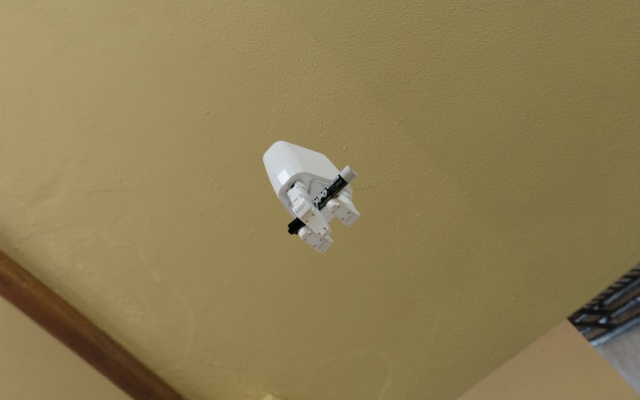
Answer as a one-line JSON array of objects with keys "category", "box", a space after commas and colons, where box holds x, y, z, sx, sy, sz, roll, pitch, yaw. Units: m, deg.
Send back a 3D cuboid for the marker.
[{"category": "marker", "box": [0.000, 0.002, 0.638, 0.121, 0.020, 0.020, -45, -12, 12]}]
